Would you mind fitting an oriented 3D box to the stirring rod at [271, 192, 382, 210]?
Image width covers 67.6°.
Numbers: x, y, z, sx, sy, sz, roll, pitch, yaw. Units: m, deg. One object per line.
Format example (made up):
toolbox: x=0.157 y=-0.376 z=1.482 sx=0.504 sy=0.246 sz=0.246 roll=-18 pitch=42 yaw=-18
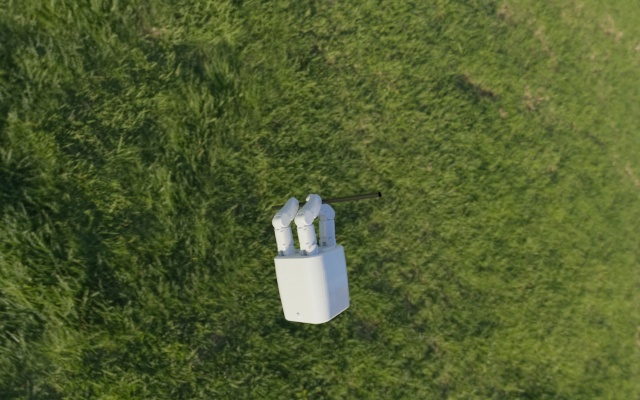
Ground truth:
stirring rod: x=0.000 y=0.003 z=0.768 sx=0.239 sy=0.011 sz=0.011 roll=-8 pitch=-5 yaw=44
